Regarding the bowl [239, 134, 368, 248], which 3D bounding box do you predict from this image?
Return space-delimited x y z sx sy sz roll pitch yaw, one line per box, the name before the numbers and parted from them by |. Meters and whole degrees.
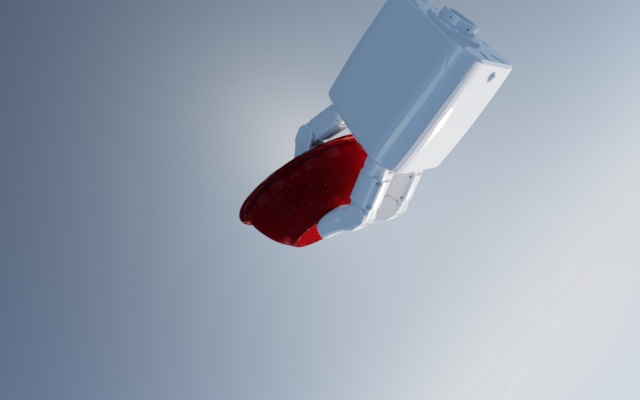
bowl | 0.000 0.003 0.493 0.162 0.055 0.162 -29 -14 -8
